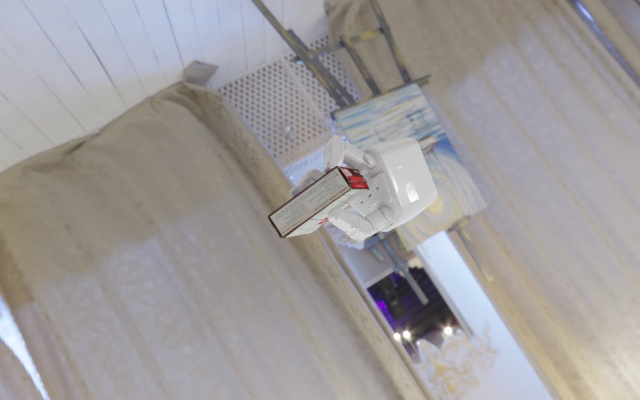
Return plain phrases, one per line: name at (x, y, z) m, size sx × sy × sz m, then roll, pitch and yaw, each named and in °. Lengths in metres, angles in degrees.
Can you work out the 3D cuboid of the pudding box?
pudding box at (0.000, 0.002, 0.607) m, size 0.113 × 0.039 × 0.090 m, roll -38°, pitch -12°, yaw 16°
